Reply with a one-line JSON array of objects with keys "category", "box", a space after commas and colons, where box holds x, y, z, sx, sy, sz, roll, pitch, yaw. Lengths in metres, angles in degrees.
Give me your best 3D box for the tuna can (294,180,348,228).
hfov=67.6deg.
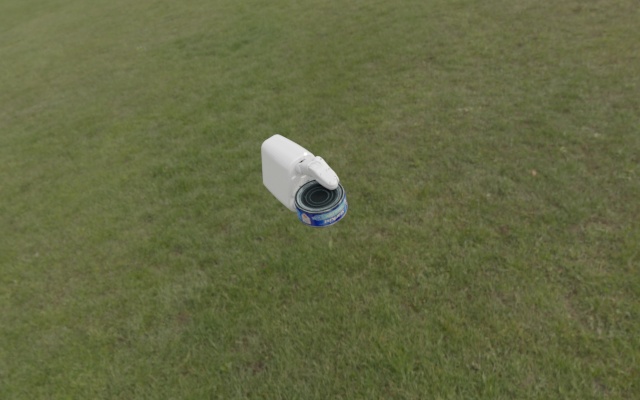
[{"category": "tuna can", "box": [0.000, 0.002, 0.785, 0.086, 0.034, 0.086, -7, 43, 6]}]
